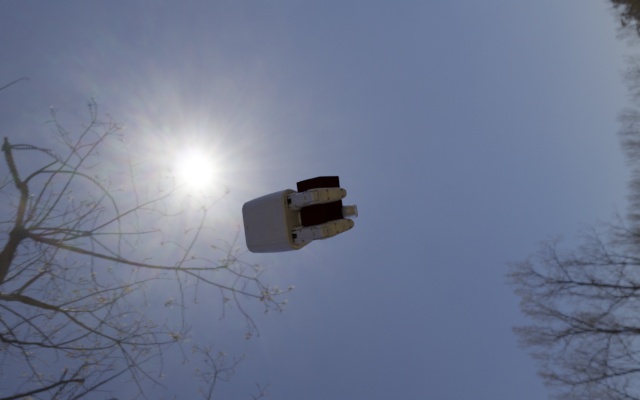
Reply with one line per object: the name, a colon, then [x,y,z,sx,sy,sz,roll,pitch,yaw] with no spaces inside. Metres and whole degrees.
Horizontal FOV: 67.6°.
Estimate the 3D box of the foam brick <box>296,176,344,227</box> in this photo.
foam brick: [0.000,0.002,0.769,0.051,0.078,0.053,-11,-6,39]
